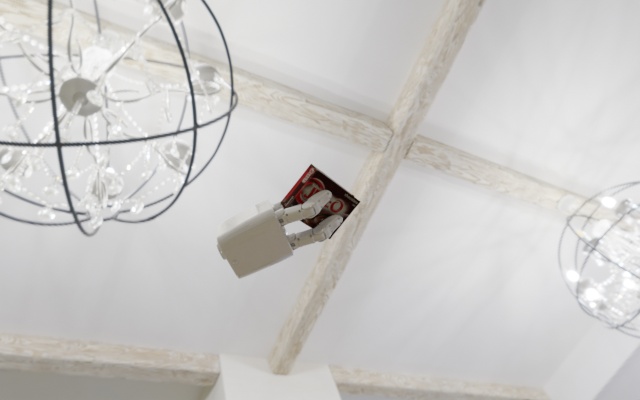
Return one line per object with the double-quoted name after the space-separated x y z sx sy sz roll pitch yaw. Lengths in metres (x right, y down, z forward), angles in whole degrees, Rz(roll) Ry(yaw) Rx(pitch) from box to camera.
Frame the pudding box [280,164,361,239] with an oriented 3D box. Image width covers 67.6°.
0.000 0.003 0.839 0.113 0.090 0.039 34 10 -32 "pudding box"
